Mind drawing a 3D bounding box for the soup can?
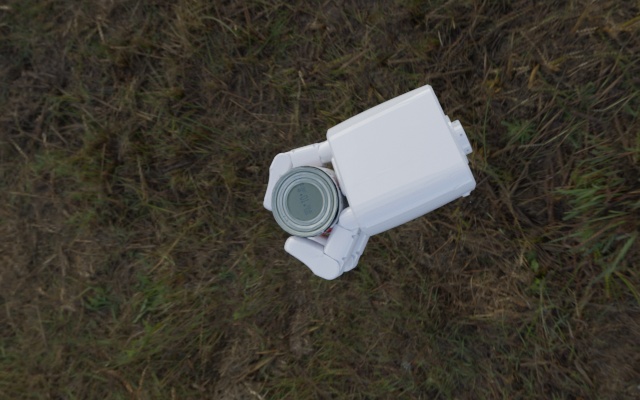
[{"bbox_3d":[-0.001,0.002,0.480,0.068,0.068,0.102,0,0,17],"label":"soup can"}]
